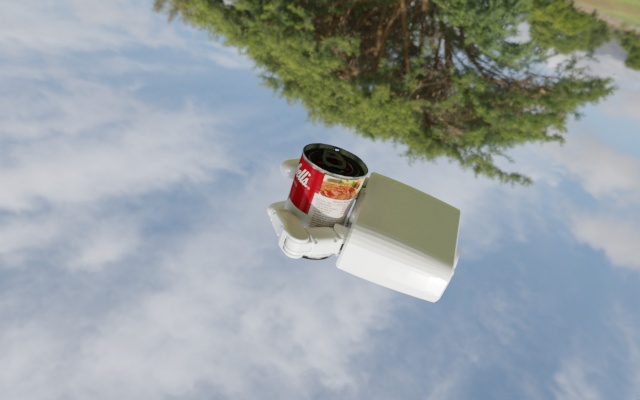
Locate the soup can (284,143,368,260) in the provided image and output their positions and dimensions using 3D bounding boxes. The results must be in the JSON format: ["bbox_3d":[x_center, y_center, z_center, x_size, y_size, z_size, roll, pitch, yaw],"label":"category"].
[{"bbox_3d":[-0.001,0.002,0.491,0.068,0.102,0.068,15,29,-9],"label":"soup can"}]
